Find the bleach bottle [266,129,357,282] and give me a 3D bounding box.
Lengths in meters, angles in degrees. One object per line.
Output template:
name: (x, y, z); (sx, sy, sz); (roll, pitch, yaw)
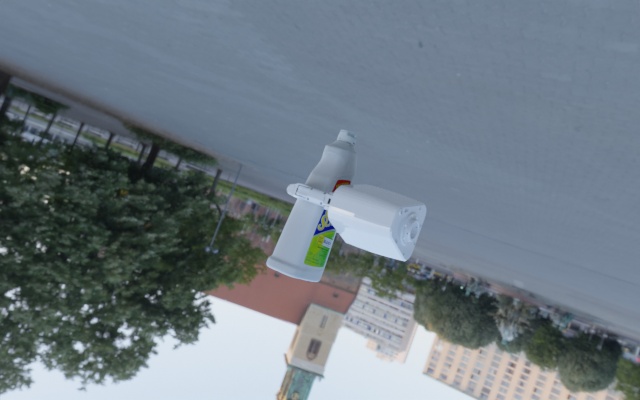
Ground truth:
bleach bottle: (0.000, 0.003, 0.779); (0.068, 0.251, 0.102); (18, -4, 32)
